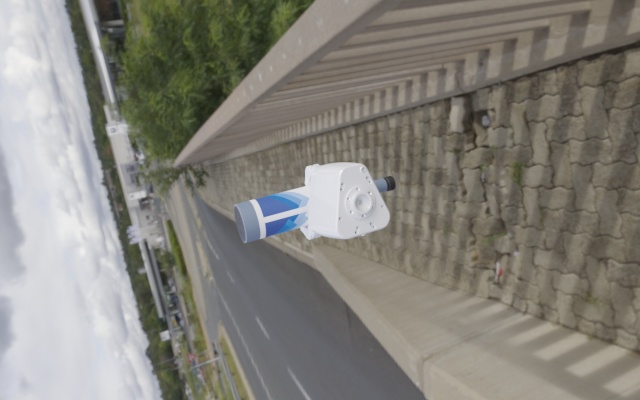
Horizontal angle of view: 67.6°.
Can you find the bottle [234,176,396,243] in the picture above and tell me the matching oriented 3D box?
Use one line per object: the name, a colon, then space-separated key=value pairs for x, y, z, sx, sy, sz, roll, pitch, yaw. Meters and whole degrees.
bottle: x=0.000 y=0.003 z=0.839 sx=0.295 sy=0.069 sz=0.069 roll=-15 pitch=5 yaw=-20
